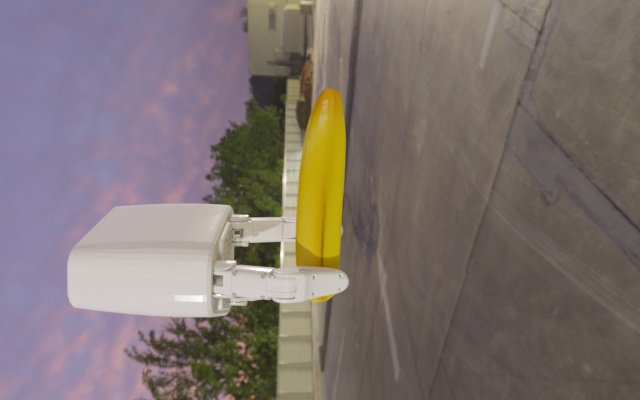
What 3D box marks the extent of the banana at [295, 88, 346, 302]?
[{"bbox_3d":[-0.001,0.013,0.387,0.037,0.198,0.069,2,30,1],"label":"banana"}]
